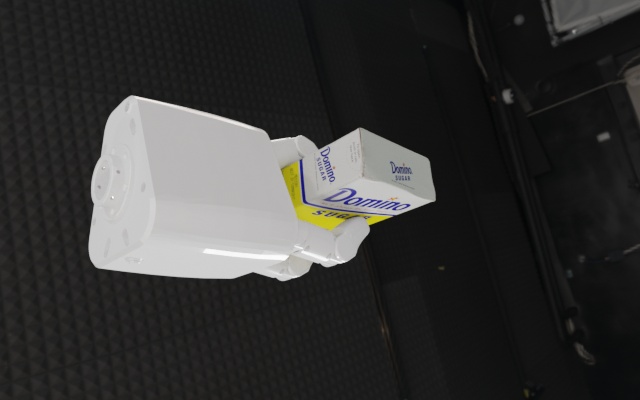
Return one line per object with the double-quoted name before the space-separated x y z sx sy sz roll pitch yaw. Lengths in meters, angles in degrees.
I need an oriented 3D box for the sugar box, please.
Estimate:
"sugar box" 0.000 0.002 0.419 0.093 0.048 0.176 15 -26 -43
